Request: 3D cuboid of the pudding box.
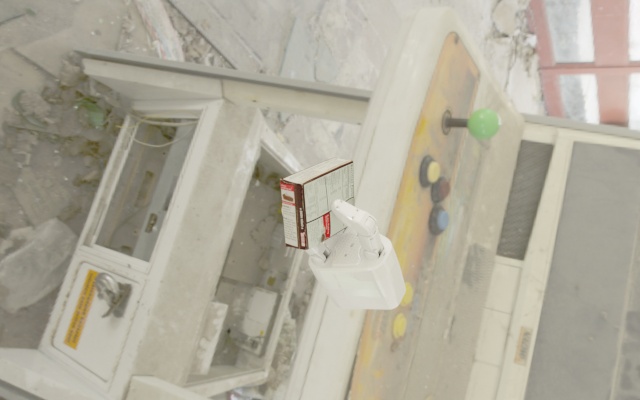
[{"bbox_3d":[0.000,0.002,0.610,0.039,0.090,0.113,10,24,34],"label":"pudding box"}]
